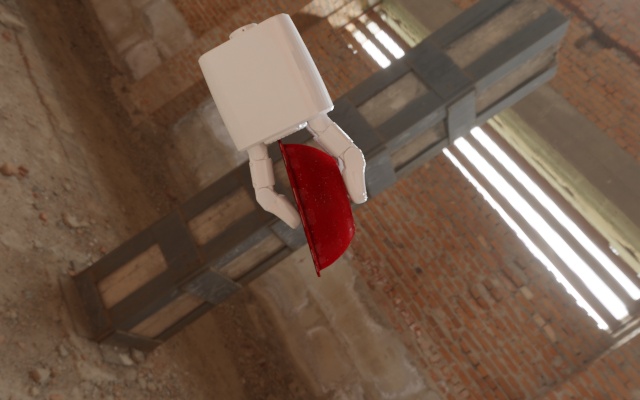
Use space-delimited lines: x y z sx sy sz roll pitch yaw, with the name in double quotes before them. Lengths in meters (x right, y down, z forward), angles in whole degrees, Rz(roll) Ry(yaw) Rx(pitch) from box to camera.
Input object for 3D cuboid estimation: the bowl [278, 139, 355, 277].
"bowl" 0.001 0.003 0.539 0.055 0.162 0.162 -16 1 -3
